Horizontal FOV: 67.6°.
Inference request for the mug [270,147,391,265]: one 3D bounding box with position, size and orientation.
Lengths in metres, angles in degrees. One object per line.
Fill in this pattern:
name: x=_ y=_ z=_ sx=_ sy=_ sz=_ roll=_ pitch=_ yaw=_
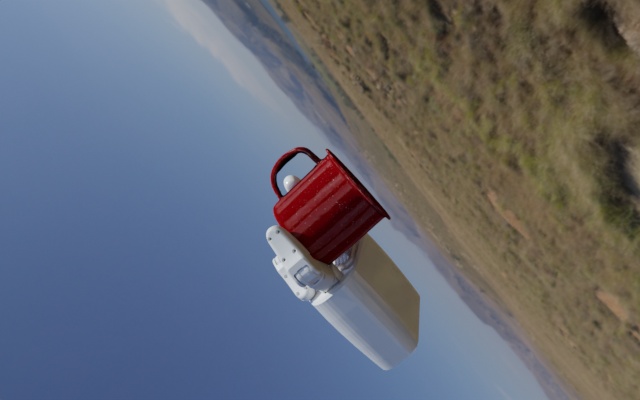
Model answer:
mug: x=-0.001 y=0.001 z=0.468 sx=0.081 sy=0.117 sz=0.093 roll=-42 pitch=9 yaw=7
